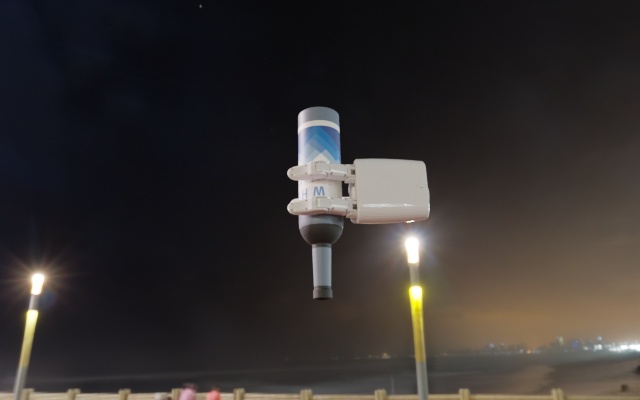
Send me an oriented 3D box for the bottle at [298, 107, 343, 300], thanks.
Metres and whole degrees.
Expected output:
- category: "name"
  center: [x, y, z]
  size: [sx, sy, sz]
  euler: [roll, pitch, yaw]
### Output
- category: "bottle"
  center: [0.000, 0.002, 0.732]
  size: [0.069, 0.295, 0.069]
  euler: [-1, -19, 0]
